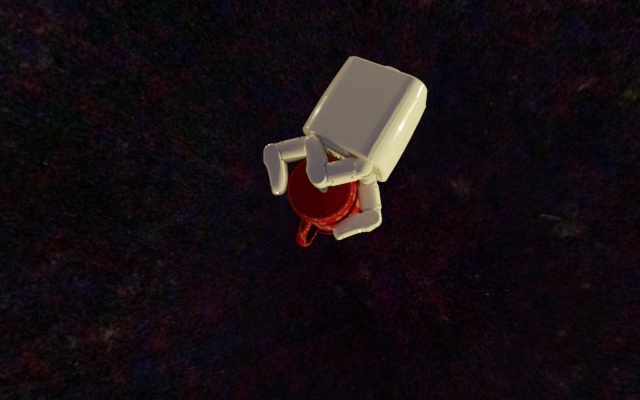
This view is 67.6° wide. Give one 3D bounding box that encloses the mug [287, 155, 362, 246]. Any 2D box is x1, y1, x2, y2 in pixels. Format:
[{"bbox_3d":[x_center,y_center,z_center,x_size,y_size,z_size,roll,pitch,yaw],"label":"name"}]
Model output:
[{"bbox_3d":[-0.001,0.003,0.591,0.093,0.117,0.081,28,-4,13],"label":"mug"}]
